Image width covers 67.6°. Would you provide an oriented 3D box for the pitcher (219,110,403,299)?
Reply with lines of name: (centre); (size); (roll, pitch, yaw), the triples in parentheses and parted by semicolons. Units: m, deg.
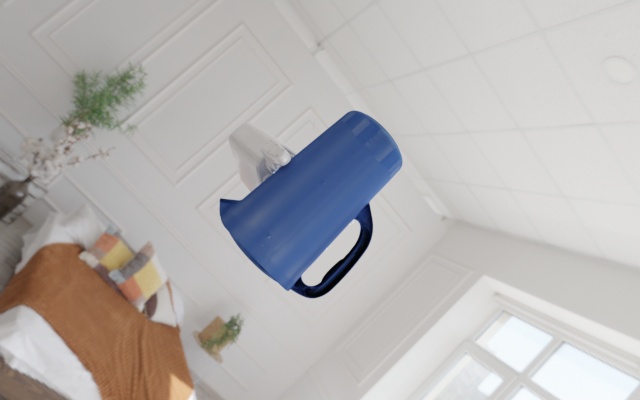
pitcher: (0.000, 0.002, 0.646); (0.145, 0.243, 0.149); (39, -11, 44)
